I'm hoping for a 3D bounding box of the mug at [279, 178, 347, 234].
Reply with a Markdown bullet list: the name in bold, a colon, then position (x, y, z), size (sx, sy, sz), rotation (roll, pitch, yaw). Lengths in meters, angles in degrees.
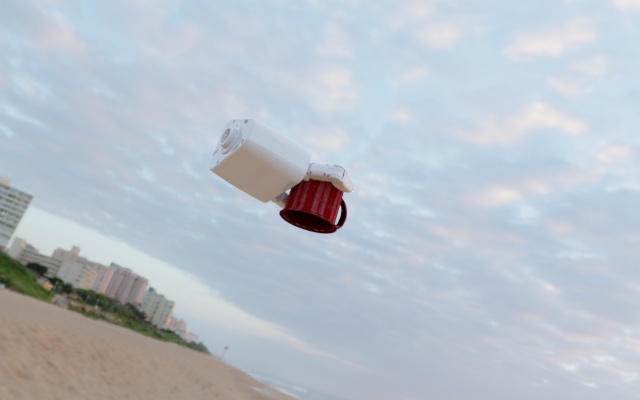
- **mug**: position (0.001, 0.003, 0.753), size (0.117, 0.081, 0.093), rotation (31, -24, -33)
